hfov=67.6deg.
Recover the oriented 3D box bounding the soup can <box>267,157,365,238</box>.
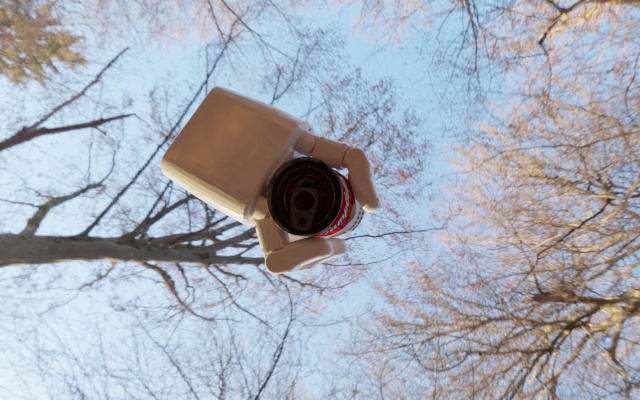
[{"bbox_3d":[0.001,0.002,0.449,0.068,0.068,0.102,0,-6,17],"label":"soup can"}]
